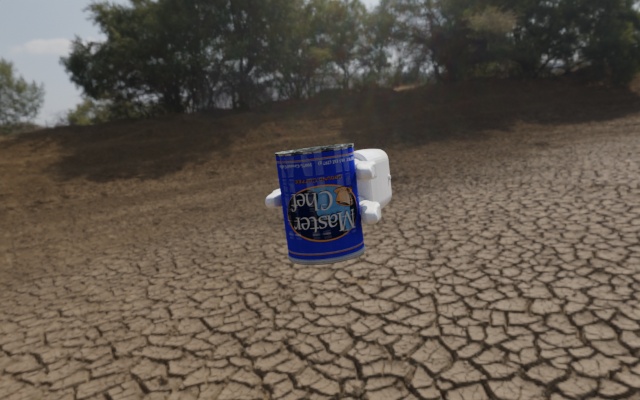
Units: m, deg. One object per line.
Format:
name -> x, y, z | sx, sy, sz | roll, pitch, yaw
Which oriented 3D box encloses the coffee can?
coffee can -> 0.000, 0.002, 0.620 | 0.103, 0.140, 0.103 | -7, 8, 1
